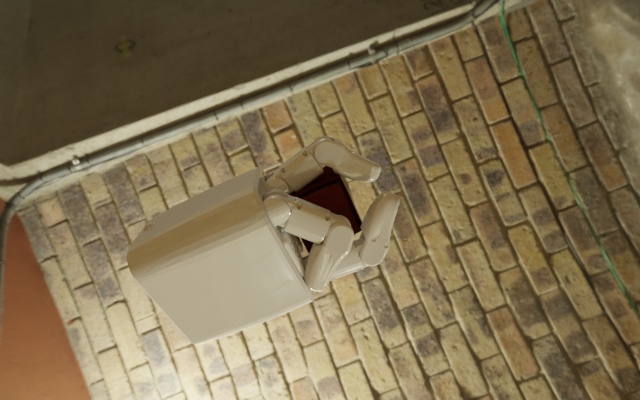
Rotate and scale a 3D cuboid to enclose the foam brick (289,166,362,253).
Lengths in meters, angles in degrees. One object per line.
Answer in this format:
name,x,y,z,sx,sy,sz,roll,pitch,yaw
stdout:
foam brick,0.000,0.001,0.422,0.051,0.053,0.078,-25,18,4
